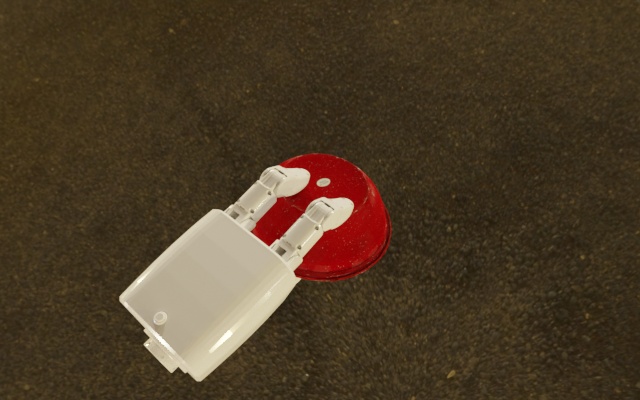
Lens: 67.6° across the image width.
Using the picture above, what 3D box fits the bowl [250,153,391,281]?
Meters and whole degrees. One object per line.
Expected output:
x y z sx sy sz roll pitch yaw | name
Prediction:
0.001 0.000 0.496 0.162 0.162 0.055 0 -43 -11 | bowl
